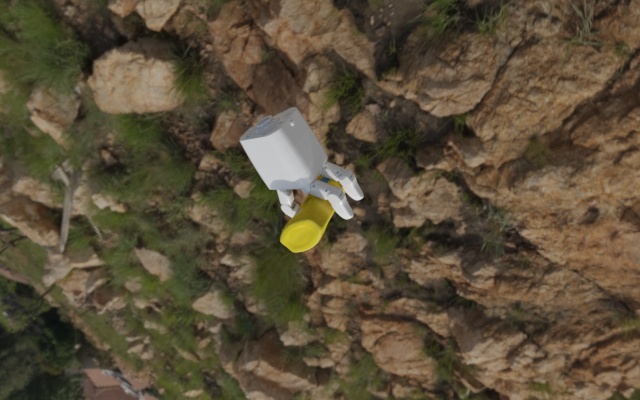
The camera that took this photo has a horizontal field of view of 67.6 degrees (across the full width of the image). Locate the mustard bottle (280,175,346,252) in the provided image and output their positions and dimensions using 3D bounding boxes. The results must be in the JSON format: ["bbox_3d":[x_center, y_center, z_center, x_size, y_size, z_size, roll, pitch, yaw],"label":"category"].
[{"bbox_3d":[0.000,0.003,0.851,0.096,0.058,0.191,-43,11,44],"label":"mustard bottle"}]
